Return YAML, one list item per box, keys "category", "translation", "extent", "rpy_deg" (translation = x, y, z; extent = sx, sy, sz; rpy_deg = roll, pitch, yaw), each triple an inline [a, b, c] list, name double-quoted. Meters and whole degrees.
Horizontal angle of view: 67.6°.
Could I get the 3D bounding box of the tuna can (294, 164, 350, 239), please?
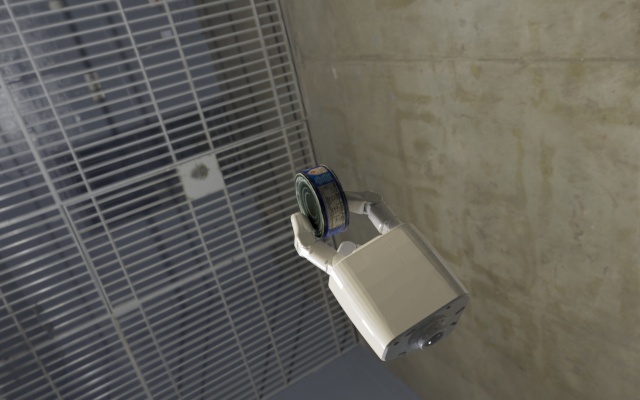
- category: "tuna can"
  translation: [0.000, 0.002, 0.575]
  extent: [0.034, 0.086, 0.086]
  rpy_deg: [-19, 6, -19]
